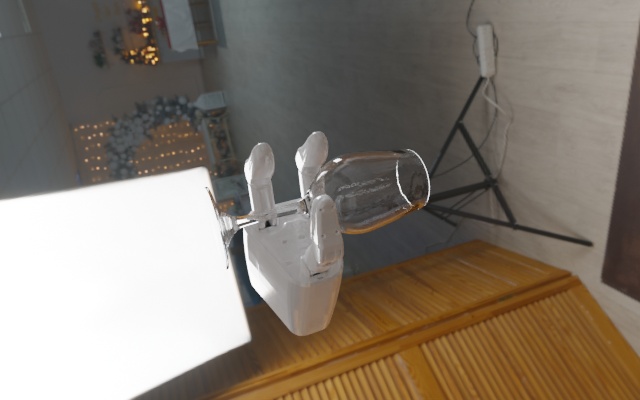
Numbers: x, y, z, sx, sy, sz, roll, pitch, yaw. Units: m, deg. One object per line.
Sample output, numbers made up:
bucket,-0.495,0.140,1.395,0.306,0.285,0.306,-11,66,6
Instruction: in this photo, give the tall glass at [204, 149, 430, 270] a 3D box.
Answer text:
tall glass,-0.001,0.002,0.445,0.201,0.079,0.079,-14,4,-18
